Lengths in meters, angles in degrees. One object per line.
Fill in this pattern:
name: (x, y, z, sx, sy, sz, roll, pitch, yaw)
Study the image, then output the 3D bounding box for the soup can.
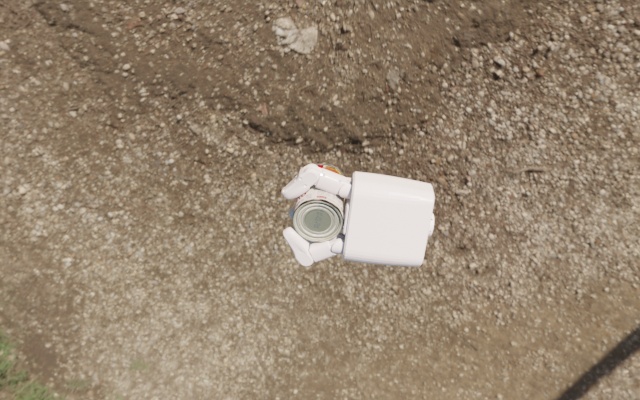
soup can: (0.000, 0.002, 0.656, 0.068, 0.068, 0.102, 0, 31, 5)
